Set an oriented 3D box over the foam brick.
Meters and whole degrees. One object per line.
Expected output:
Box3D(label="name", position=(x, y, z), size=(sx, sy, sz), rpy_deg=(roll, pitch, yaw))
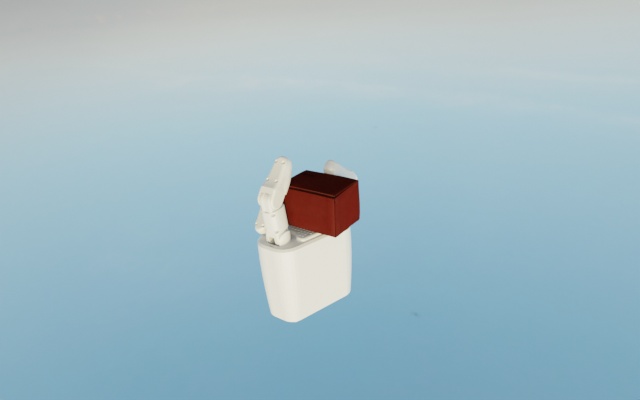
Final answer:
Box3D(label="foam brick", position=(0.000, 0.002, 0.549), size=(0.078, 0.051, 0.053), rpy_deg=(13, 30, 34))
